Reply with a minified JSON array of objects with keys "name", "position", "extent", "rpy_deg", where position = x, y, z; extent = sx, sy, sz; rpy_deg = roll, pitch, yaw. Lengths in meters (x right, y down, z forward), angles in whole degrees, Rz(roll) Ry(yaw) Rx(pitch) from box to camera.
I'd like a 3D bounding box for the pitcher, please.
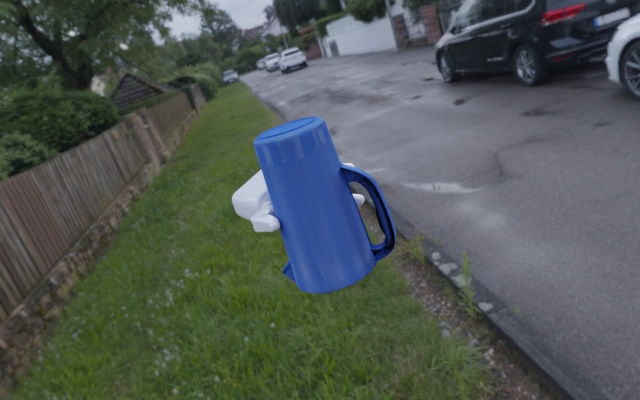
[{"name":"pitcher","position":[0.000,0.002,0.711],"extent":[0.149,0.243,0.145],"rpy_deg":[-28,19,-27]}]
